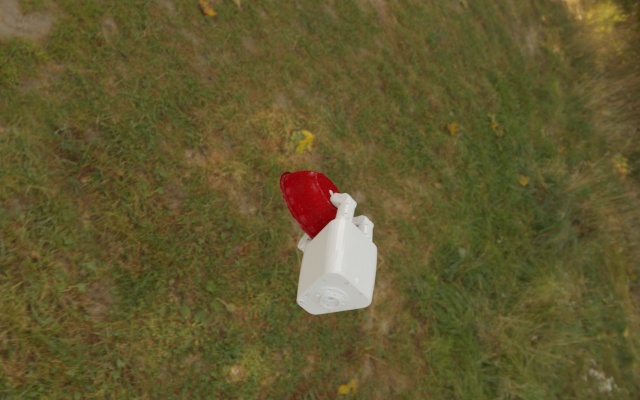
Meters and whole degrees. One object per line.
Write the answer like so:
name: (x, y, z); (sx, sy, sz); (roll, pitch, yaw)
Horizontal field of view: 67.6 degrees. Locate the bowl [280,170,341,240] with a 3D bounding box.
bowl: (0.000, 0.002, 0.850); (0.055, 0.162, 0.162); (-35, -13, 19)
